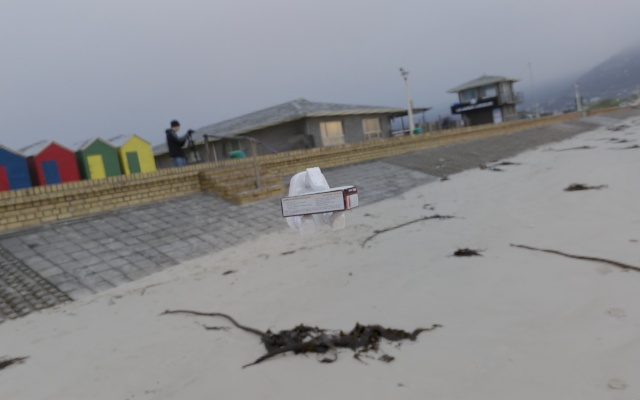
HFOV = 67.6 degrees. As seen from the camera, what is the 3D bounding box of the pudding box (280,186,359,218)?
[{"bbox_3d":[0.000,0.002,0.810,0.113,0.039,0.090,-9,3,18],"label":"pudding box"}]
